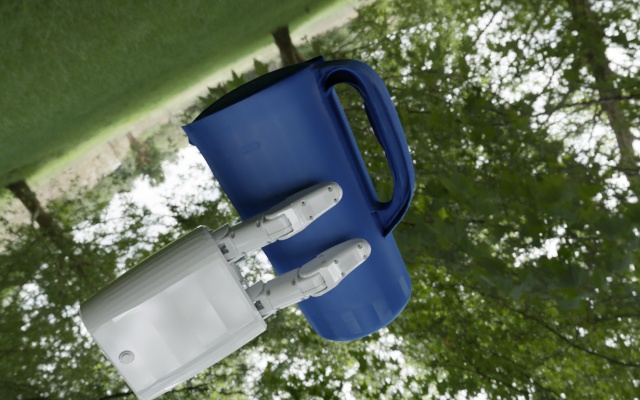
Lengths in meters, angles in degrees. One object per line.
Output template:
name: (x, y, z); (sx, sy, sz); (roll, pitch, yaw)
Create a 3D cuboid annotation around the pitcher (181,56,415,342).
pitcher: (0.000, 0.002, 0.431); (0.145, 0.243, 0.149); (-32, 18, -15)
